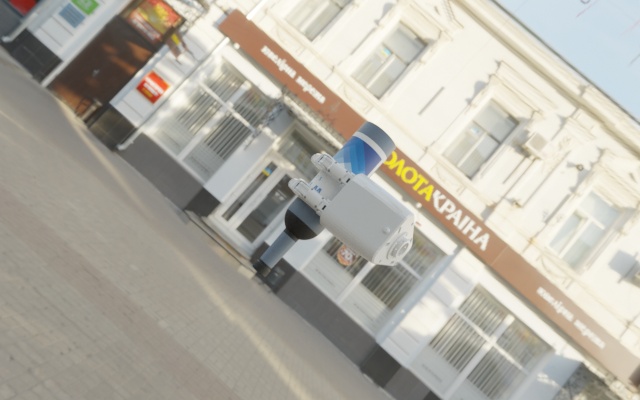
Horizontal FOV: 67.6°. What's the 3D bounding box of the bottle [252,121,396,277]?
[{"bbox_3d":[0.000,0.002,0.764,0.069,0.295,0.069,41,-5,5],"label":"bottle"}]
